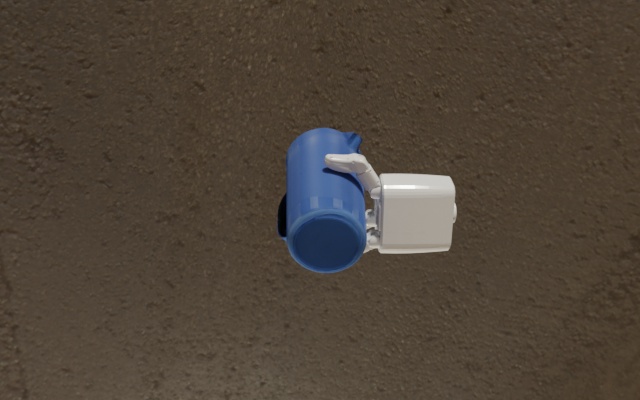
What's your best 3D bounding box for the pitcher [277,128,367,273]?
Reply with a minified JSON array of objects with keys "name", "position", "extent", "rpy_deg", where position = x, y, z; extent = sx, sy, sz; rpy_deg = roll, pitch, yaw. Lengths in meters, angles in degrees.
[{"name":"pitcher","position":[0.000,0.002,0.734],"extent":[0.145,0.149,0.242],"rpy_deg":[1,32,-1]}]
